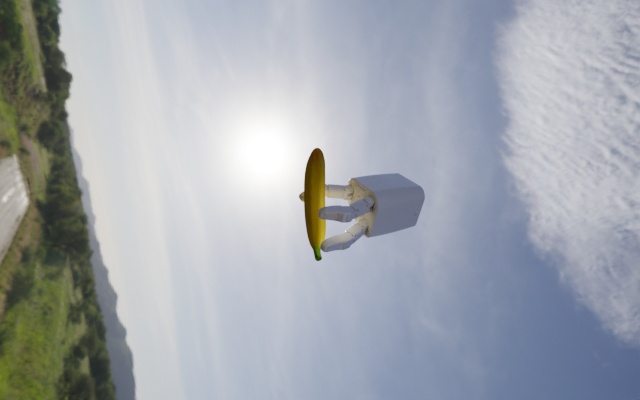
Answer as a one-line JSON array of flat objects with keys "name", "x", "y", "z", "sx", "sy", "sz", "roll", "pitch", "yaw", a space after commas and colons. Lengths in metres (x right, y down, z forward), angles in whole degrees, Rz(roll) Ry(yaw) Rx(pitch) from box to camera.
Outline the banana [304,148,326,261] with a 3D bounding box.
[{"name": "banana", "x": -0.006, "y": 0.002, "z": 0.836, "sx": 0.037, "sy": 0.198, "sz": 0.069, "roll": -8, "pitch": 16, "yaw": -18}]
